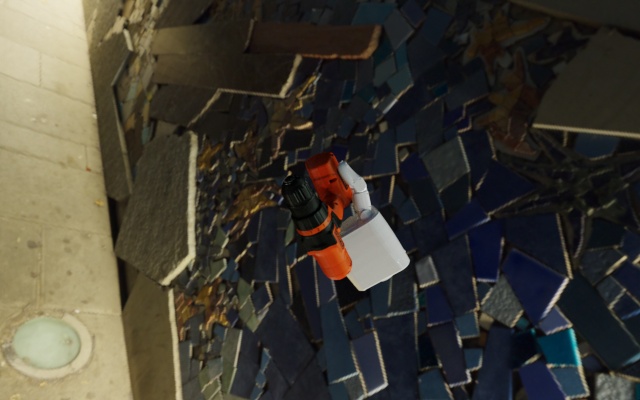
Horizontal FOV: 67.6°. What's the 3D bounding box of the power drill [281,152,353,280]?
[{"bbox_3d":[0.000,0.002,0.742,0.057,0.184,0.187,-15,32,18],"label":"power drill"}]
